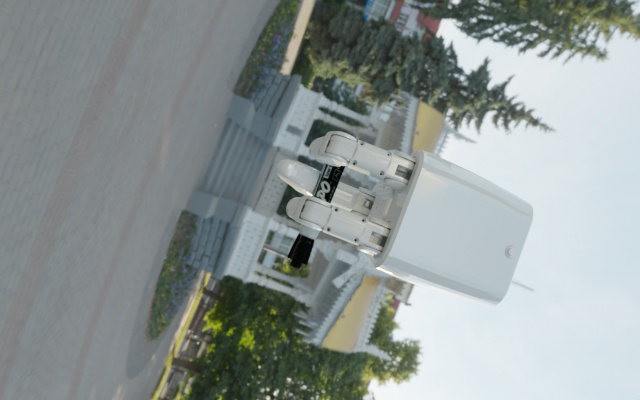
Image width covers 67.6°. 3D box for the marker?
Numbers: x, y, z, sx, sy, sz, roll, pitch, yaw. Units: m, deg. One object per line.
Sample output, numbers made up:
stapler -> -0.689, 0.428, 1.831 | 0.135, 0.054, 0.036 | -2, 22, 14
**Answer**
marker -> 0.000, 0.001, 0.414 | 0.020, 0.121, 0.020 | 21, -3, 1
